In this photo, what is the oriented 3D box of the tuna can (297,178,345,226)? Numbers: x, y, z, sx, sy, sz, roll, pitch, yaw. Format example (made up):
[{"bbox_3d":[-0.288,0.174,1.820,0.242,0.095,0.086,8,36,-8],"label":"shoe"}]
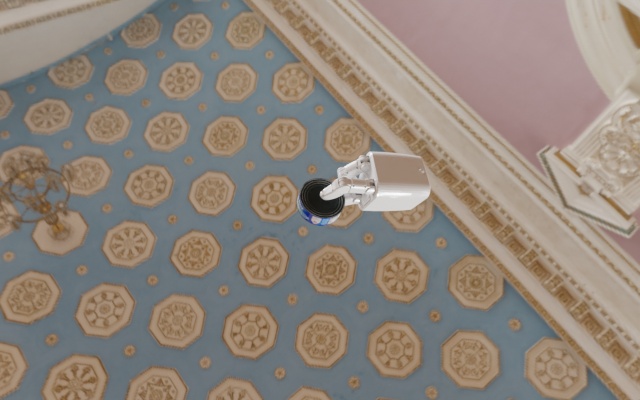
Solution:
[{"bbox_3d":[0.000,0.003,0.879,0.086,0.086,0.034,0,-31,-17],"label":"tuna can"}]
